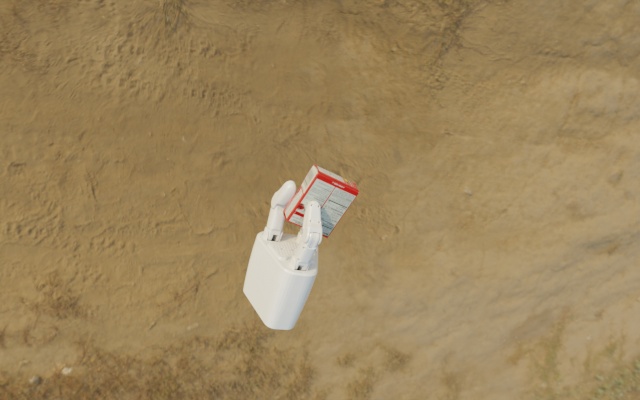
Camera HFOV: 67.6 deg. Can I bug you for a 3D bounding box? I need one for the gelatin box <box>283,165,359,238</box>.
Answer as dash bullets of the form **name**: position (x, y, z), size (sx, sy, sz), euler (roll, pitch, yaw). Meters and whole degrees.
- **gelatin box**: position (0.000, 0.002, 0.682), size (0.073, 0.089, 0.030), euler (23, 23, -27)
